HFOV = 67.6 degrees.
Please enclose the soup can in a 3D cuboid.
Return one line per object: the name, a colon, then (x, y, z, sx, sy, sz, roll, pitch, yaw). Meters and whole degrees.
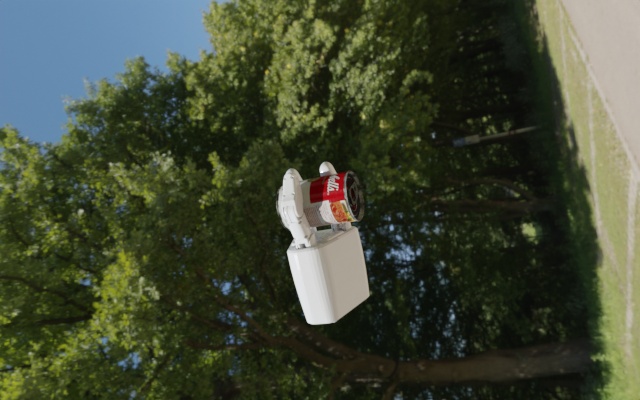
soup can: (0.000, 0.002, 0.646, 0.102, 0.068, 0.068, -10, -4, 22)
